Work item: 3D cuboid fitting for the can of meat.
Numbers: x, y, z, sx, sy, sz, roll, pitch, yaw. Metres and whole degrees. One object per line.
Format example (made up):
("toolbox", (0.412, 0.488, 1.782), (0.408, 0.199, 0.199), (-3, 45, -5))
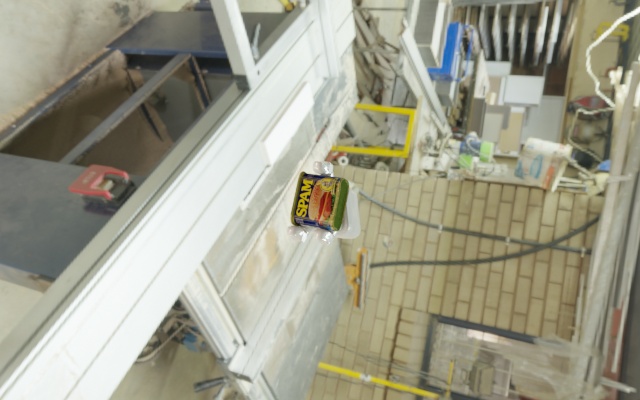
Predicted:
("can of meat", (0.000, 0.003, 0.872), (0.084, 0.102, 0.057), (9, -9, 21))
